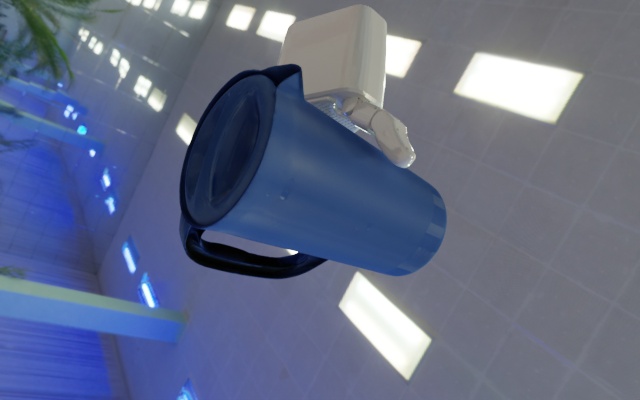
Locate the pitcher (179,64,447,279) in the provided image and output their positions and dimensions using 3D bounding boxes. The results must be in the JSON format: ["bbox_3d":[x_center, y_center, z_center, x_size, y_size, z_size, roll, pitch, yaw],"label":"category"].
[{"bbox_3d":[0.000,0.001,0.444,0.243,0.145,0.149,24,-27,-37],"label":"pitcher"}]
